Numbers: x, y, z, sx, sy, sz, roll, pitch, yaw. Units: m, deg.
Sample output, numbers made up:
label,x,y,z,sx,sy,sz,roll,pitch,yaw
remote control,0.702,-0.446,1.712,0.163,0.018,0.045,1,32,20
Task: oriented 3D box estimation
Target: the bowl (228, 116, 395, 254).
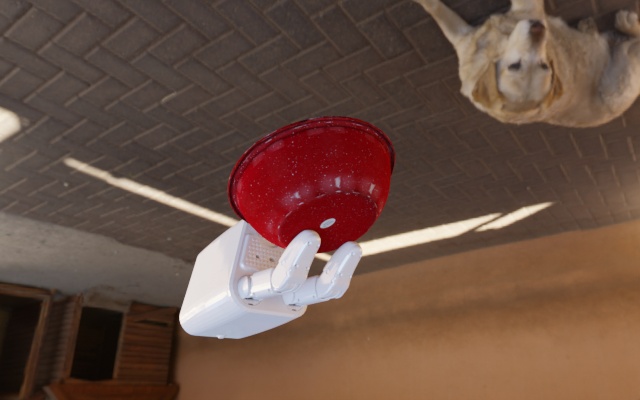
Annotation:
label,x,y,z,sx,sy,sz,roll,pitch,yaw
bowl,0.001,0.001,0.434,0.162,0.055,0.162,-12,-36,-9
